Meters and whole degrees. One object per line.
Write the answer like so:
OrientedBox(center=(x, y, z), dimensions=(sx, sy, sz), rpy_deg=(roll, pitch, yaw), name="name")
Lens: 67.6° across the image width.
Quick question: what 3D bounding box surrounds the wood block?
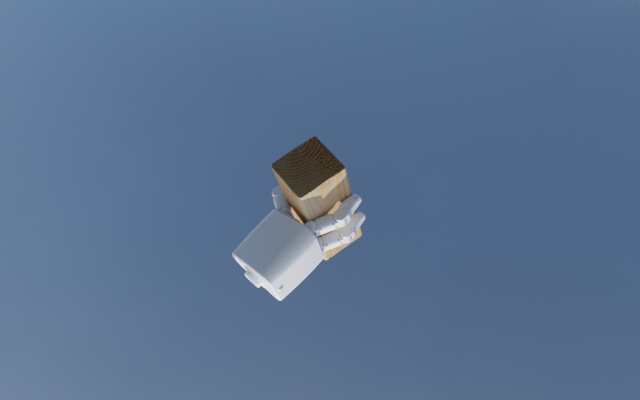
OrientedBox(center=(0.000, 0.003, 0.822), dimensions=(0.090, 0.090, 0.206), rpy_deg=(-35, -34, -11), name="wood block")
